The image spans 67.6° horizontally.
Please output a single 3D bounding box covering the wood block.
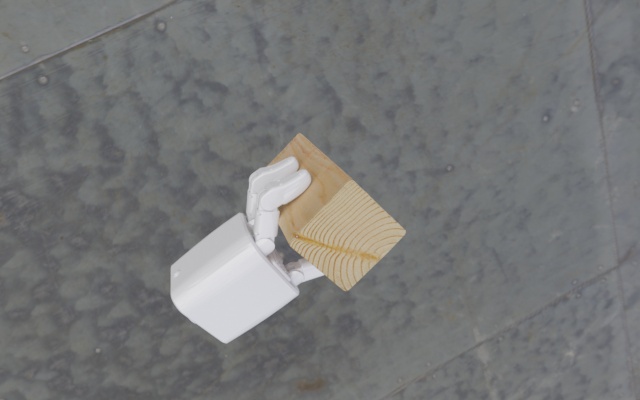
[{"bbox_3d":[0.000,0.002,0.559,0.091,0.090,0.206,43,4,-26],"label":"wood block"}]
